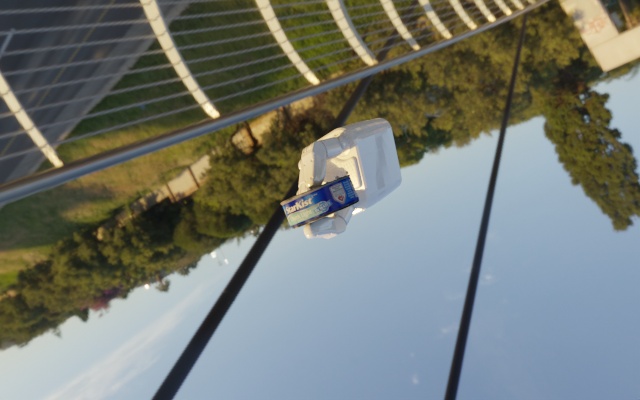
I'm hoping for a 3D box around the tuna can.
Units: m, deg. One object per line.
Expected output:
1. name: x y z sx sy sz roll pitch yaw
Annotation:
1. tuna can: 0.000 0.002 0.545 0.086 0.034 0.086 -23 0 0
